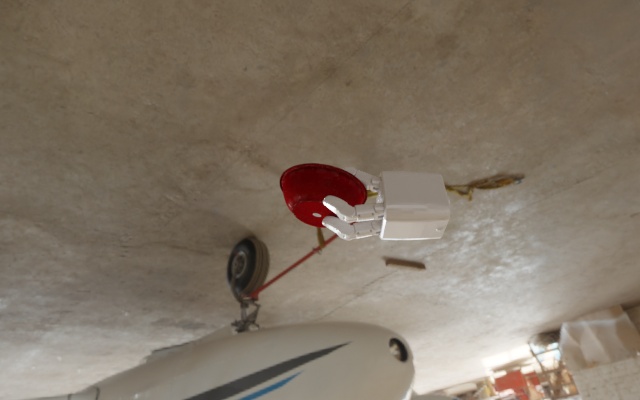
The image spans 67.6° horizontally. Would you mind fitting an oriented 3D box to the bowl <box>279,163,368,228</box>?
[{"bbox_3d":[-0.001,0.003,0.847,0.162,0.055,0.162,9,-31,6],"label":"bowl"}]
